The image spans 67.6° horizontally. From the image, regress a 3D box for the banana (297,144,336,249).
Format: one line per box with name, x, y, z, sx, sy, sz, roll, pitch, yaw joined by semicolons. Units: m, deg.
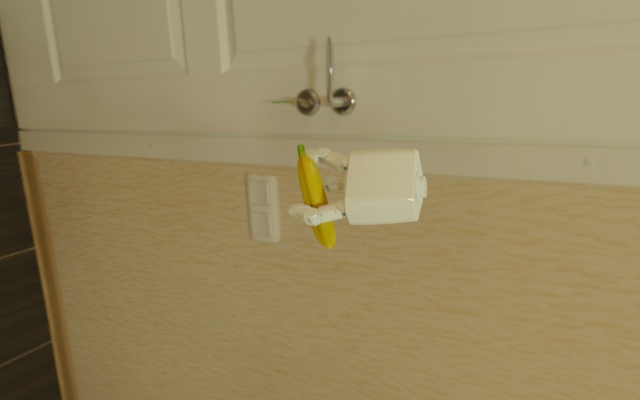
banana;-0.003;0.008;0.790;0.037;0.198;0.069;-9;24;12
